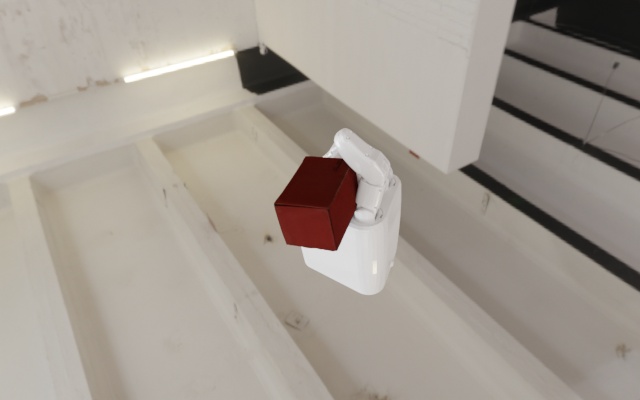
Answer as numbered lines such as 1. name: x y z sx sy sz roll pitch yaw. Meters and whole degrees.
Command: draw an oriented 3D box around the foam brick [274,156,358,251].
1. foam brick: 0.000 0.002 0.443 0.053 0.051 0.078 6 40 22
